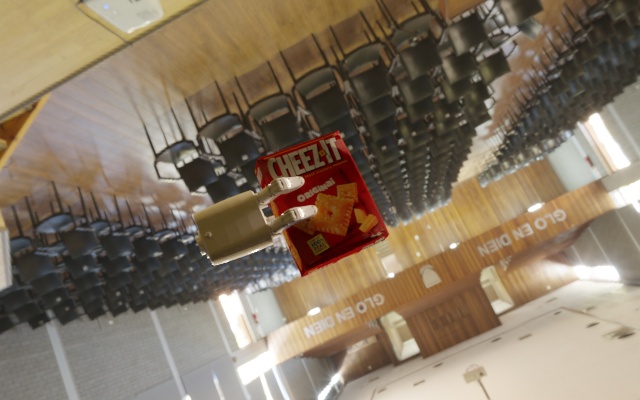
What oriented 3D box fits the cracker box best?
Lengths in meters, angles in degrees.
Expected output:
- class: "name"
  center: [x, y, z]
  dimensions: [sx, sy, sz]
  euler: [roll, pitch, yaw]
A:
- class: "cracker box"
  center: [0.000, 0.003, 0.840]
  dimensions: [0.164, 0.213, 0.072]
  euler: [-21, -12, -16]
